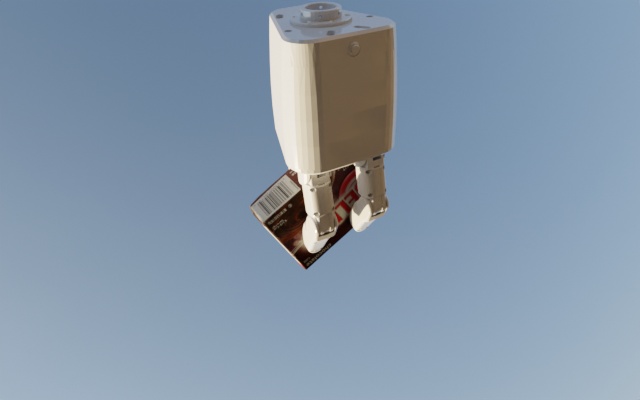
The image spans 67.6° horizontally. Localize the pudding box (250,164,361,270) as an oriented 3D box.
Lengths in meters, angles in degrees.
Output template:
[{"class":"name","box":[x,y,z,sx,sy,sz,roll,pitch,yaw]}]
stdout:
[{"class":"pudding box","box":[0.000,0.001,0.467,0.039,0.113,0.090,46,-5,45]}]
